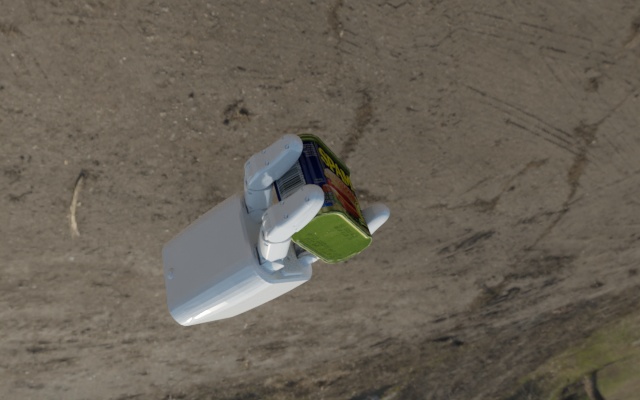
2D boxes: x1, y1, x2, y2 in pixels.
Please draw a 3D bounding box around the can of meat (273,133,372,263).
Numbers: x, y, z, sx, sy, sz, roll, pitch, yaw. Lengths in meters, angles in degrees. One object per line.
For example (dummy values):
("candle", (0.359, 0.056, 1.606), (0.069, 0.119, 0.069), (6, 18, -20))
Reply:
("can of meat", (0.000, 0.002, 0.438), (0.057, 0.084, 0.102), (-29, -34, 15))
